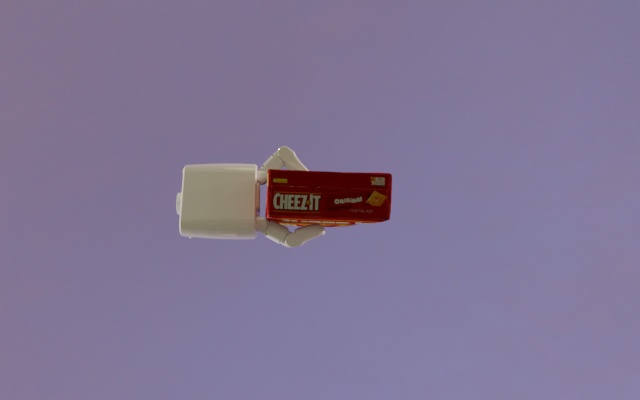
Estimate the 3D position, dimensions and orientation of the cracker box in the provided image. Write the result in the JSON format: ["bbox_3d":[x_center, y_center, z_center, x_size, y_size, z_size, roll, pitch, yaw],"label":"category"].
[{"bbox_3d":[0.000,0.002,0.718,0.164,0.072,0.214,1,-4,-7],"label":"cracker box"}]
